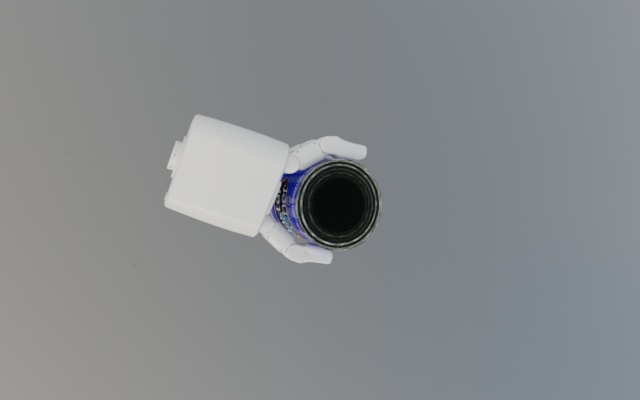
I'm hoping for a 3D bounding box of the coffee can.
[{"bbox_3d":[0.000,0.002,0.592,0.103,0.103,0.140,0,2,-18],"label":"coffee can"}]
